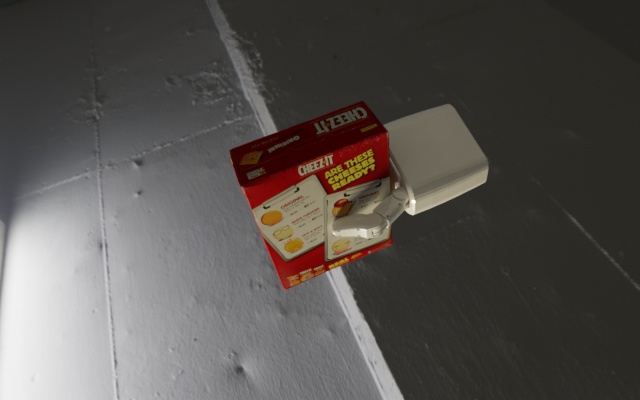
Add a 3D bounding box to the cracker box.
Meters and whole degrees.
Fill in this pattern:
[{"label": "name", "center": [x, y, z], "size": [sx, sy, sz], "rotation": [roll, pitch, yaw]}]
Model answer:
[{"label": "cracker box", "center": [0.000, 0.002, 0.584], "size": [0.164, 0.072, 0.214], "rotation": [-22, -40, -7]}]
